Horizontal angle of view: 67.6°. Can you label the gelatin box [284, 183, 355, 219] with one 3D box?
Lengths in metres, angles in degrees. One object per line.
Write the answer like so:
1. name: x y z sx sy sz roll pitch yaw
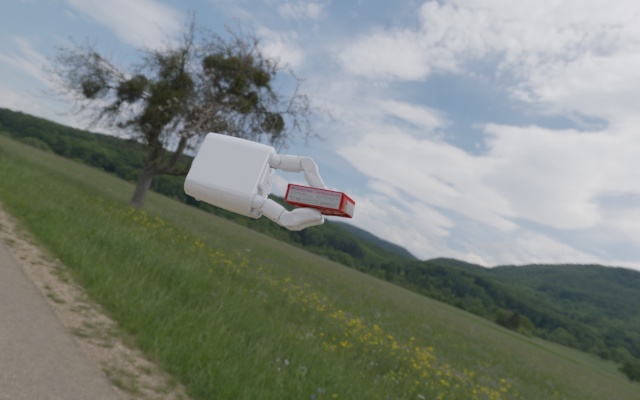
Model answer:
1. gelatin box: 0.001 0.002 0.713 0.089 0.030 0.073 9 -9 19
